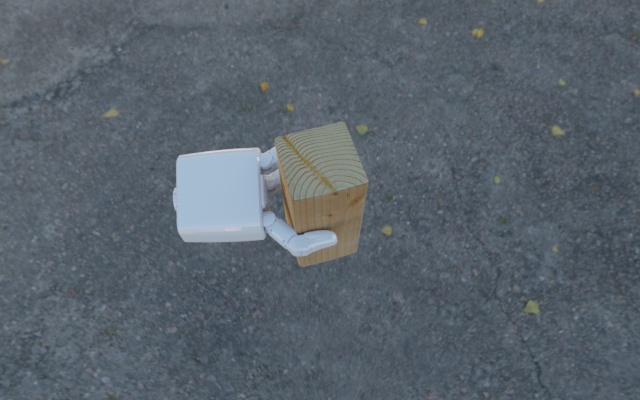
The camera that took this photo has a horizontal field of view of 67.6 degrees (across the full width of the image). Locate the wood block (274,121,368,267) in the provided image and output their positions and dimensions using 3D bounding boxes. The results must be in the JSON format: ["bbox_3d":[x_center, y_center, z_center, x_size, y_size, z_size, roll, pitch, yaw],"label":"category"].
[{"bbox_3d":[0.000,0.002,0.632,0.090,0.090,0.206,-14,-27,-7],"label":"wood block"}]
